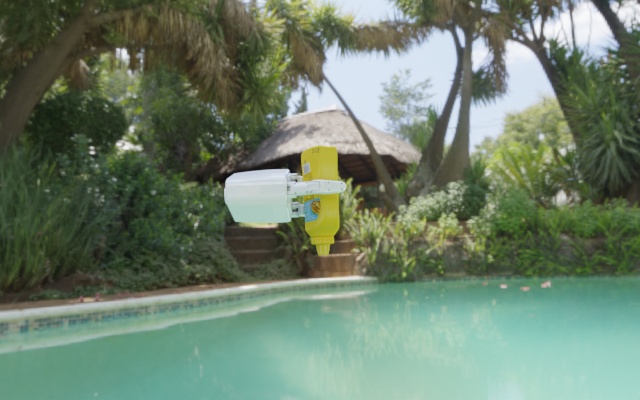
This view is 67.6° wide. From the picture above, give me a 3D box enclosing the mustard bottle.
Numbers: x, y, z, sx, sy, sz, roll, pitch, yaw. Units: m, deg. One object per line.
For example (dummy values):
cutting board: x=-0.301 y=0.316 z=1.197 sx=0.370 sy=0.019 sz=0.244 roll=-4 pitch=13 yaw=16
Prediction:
mustard bottle: x=0.000 y=0.003 z=0.862 sx=0.058 sy=0.191 sz=0.096 roll=1 pitch=-8 yaw=-24
